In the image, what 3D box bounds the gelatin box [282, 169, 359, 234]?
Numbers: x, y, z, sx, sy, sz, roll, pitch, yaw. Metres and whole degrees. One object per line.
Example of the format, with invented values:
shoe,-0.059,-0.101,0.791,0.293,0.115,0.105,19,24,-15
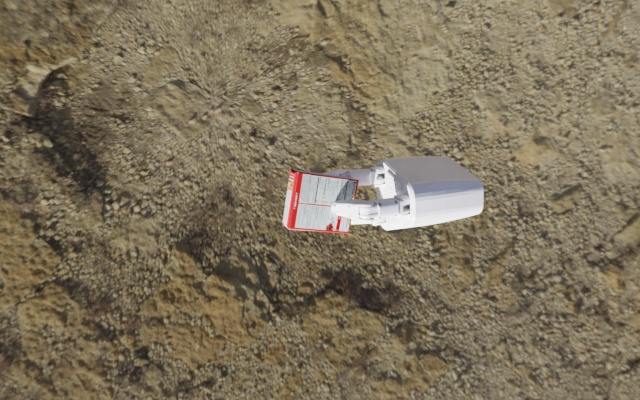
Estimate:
gelatin box,0.000,0.002,0.616,0.089,0.073,0.030,6,8,-24
